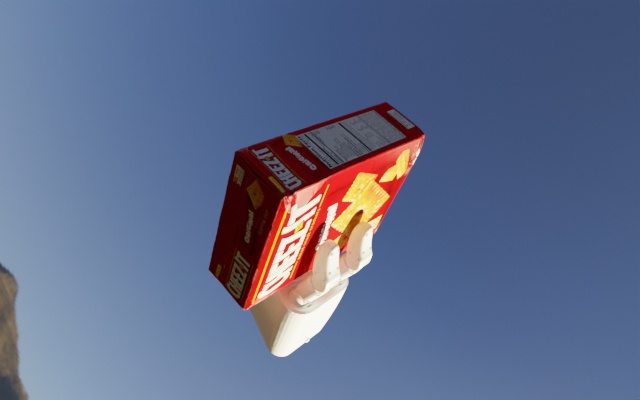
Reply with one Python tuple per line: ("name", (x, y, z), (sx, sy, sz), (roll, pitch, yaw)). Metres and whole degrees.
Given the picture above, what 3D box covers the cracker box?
("cracker box", (0.000, 0.001, 0.500), (0.072, 0.164, 0.213), (43, 45, 23))
